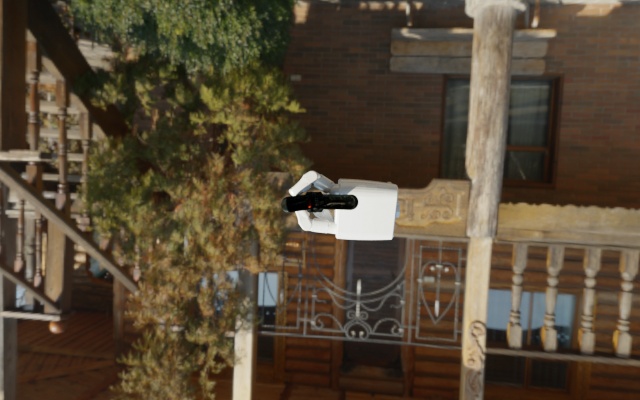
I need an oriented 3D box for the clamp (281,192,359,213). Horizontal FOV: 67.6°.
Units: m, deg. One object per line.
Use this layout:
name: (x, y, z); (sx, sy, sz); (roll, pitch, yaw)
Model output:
clamp: (0.000, 0.003, 0.808); (0.120, 0.039, 0.171); (4, 4, 1)
